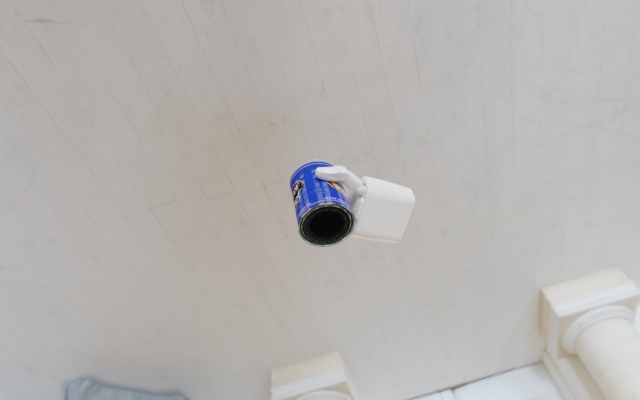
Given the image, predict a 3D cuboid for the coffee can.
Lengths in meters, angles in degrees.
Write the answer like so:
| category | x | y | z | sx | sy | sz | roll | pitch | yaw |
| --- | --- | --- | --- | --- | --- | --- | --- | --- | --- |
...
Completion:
| category | x | y | z | sx | sy | sz | roll | pitch | yaw |
| --- | --- | --- | --- | --- | --- | --- | --- | --- | --- |
| coffee can | 0.000 | 0.003 | 0.900 | 0.103 | 0.103 | 0.140 | 0 | 38 | -11 |
